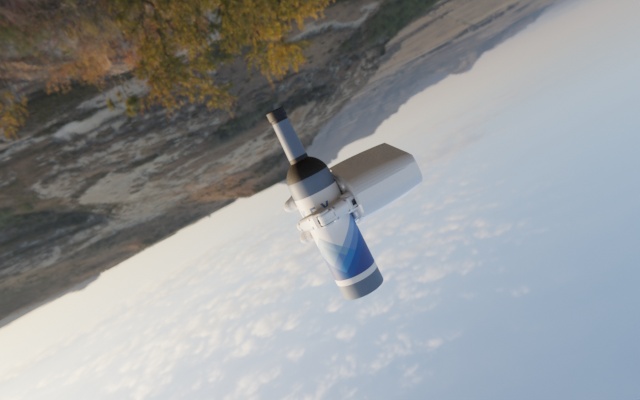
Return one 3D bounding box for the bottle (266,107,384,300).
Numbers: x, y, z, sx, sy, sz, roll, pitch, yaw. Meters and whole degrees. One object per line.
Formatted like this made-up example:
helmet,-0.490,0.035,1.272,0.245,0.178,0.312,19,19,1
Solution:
bottle,0.000,0.003,0.700,0.069,0.296,0.069,-26,8,4
